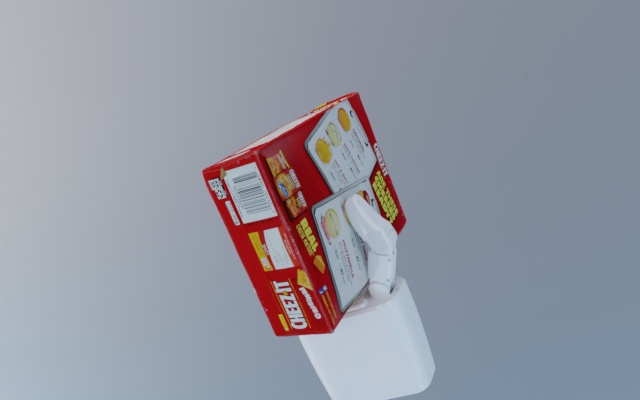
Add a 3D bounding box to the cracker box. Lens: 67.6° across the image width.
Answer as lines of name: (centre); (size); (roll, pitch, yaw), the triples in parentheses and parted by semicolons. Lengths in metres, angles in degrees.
cracker box: (0.000, 0.002, 0.470); (0.072, 0.164, 0.213); (-14, 17, 31)
